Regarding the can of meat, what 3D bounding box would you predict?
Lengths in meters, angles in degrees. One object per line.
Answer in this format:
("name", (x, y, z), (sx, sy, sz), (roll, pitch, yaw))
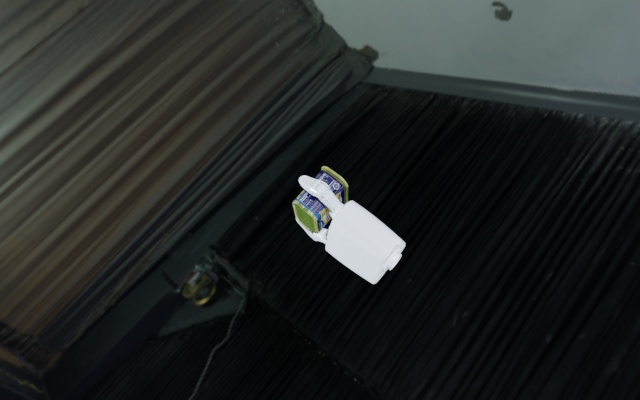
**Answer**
("can of meat", (0.000, 0.003, 0.827), (0.057, 0.084, 0.102), (37, -16, 17))
